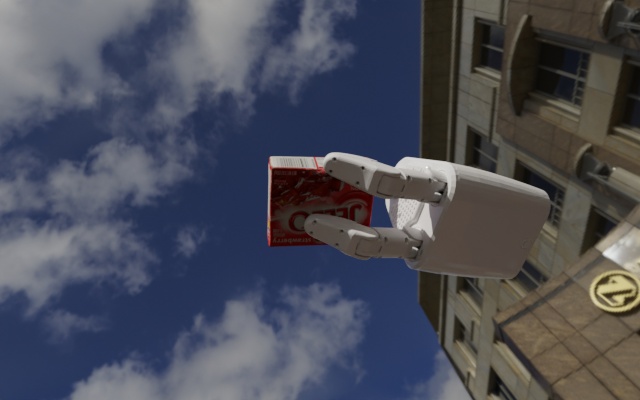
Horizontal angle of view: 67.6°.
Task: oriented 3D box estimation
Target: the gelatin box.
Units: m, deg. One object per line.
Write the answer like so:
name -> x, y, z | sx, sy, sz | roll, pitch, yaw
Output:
gelatin box -> 0.000, 0.001, 0.408 | 0.089, 0.073, 0.030 | 0, 26, -9
